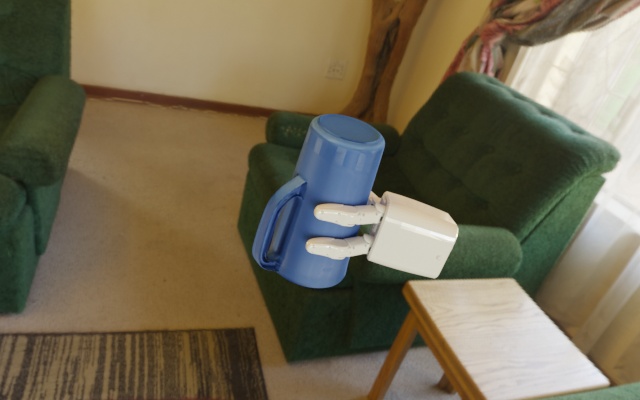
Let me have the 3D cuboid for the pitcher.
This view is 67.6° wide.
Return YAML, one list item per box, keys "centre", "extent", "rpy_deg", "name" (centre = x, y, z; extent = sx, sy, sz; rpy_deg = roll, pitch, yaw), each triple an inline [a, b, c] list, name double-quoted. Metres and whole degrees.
- centre: [0.000, 0.002, 0.707]
  extent: [0.145, 0.243, 0.149]
  rpy_deg: [18, 29, 2]
  name: "pitcher"
